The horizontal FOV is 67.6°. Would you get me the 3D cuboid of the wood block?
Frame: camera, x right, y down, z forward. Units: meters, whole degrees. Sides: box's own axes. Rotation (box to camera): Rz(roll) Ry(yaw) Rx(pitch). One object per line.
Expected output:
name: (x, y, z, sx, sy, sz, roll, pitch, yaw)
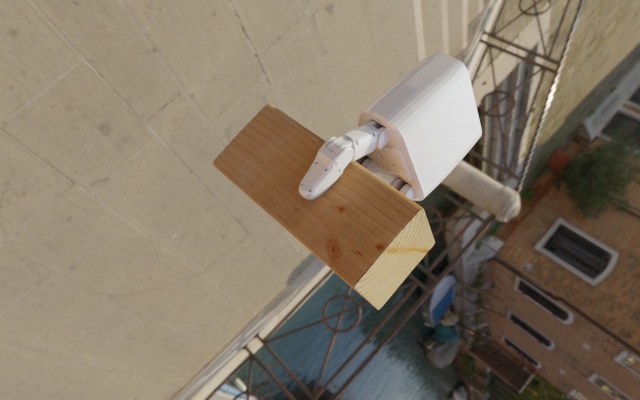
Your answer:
wood block: (0.000, 0.001, 0.478, 0.206, 0.090, 0.091, 38, -8, 31)
